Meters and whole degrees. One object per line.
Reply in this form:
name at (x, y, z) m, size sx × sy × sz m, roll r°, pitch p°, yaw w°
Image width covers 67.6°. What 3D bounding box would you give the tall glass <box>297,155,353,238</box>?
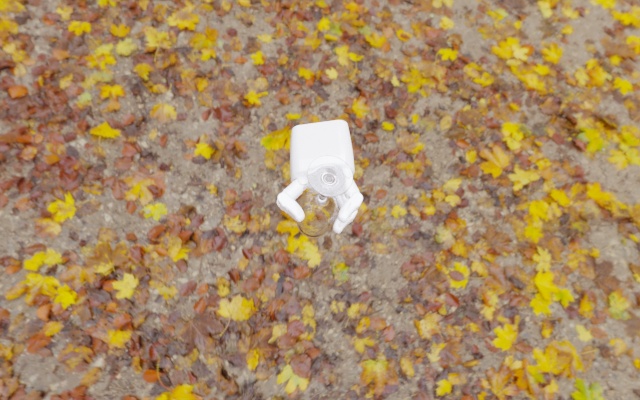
tall glass at (0.000, 0.003, 0.847) m, size 0.079 × 0.079 × 0.201 m, roll 0°, pitch -26°, yaw -10°
